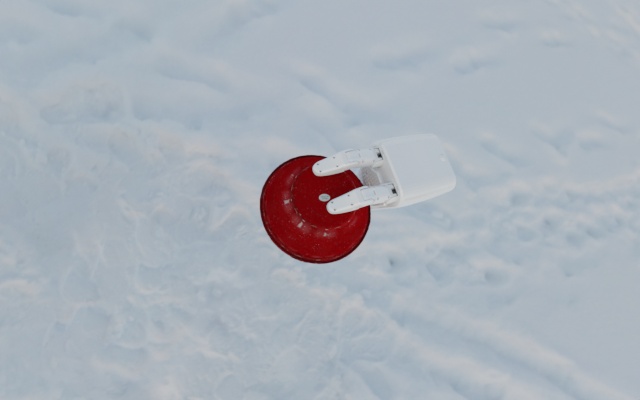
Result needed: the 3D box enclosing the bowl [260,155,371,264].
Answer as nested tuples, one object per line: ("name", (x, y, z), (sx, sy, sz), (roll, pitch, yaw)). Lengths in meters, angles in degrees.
("bowl", (-0.001, 0.003, 0.650), (0.162, 0.162, 0.055), (0, -18, -14))
